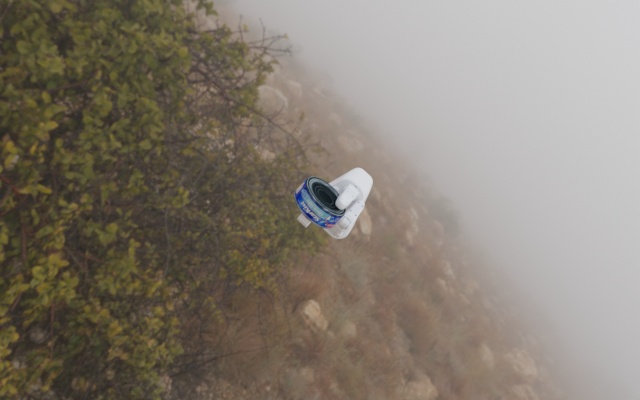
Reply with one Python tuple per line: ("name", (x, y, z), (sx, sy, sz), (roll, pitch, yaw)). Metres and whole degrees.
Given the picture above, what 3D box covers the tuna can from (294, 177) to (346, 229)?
("tuna can", (0.000, 0.002, 0.776), (0.034, 0.086, 0.086), (-45, -24, 26))
